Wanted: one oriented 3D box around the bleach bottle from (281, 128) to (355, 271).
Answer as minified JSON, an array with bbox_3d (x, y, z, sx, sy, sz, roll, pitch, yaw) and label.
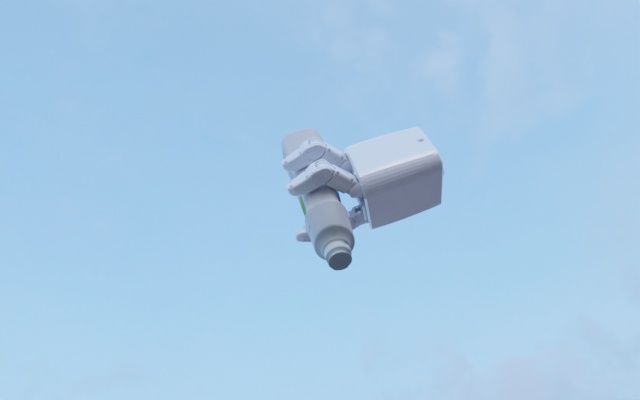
[{"bbox_3d":[0.000,0.002,0.641,0.068,0.103,0.250,-18,38,0],"label":"bleach bottle"}]
